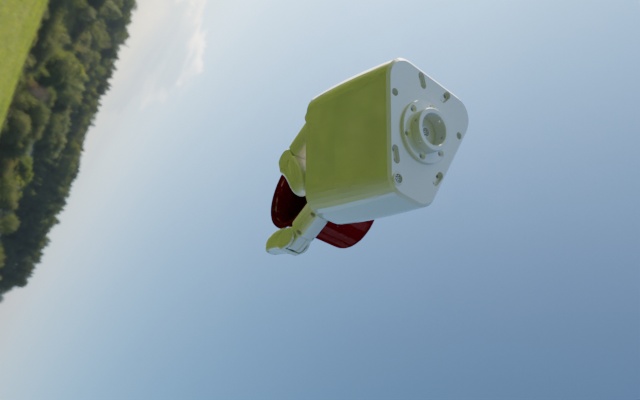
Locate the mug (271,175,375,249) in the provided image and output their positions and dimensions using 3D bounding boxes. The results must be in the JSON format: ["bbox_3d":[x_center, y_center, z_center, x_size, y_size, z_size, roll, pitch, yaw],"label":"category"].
[{"bbox_3d":[-0.001,0.002,0.511,0.081,0.093,0.117,26,-21,-28],"label":"mug"}]
